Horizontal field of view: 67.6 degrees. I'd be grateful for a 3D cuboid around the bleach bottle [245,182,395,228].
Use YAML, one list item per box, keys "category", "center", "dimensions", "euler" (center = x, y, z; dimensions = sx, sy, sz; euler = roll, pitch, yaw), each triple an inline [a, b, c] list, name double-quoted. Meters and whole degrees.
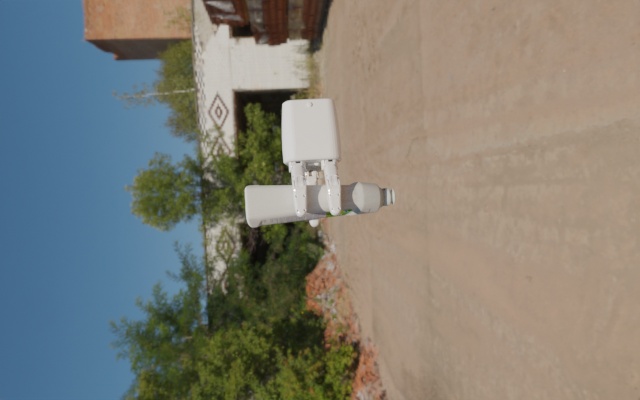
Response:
- category: "bleach bottle"
  center: [0.000, 0.003, 0.821]
  dimensions: [0.251, 0.068, 0.102]
  euler: [-4, -8, -5]
